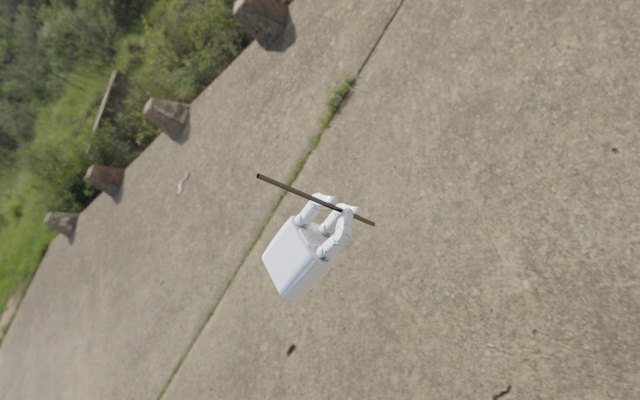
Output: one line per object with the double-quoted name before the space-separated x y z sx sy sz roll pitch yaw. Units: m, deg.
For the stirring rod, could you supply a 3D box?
"stirring rod" 0.000 0.003 0.777 0.239 0.011 0.011 23 -13 -32
